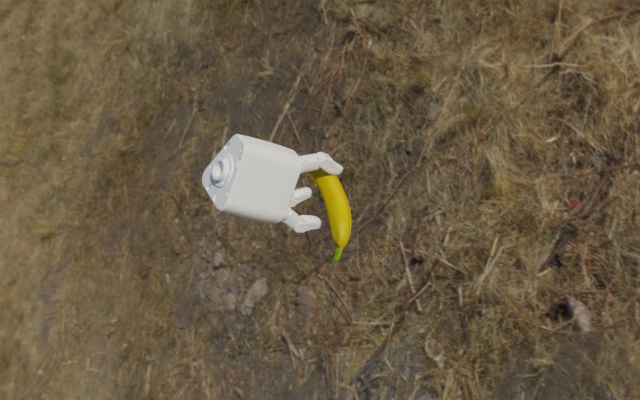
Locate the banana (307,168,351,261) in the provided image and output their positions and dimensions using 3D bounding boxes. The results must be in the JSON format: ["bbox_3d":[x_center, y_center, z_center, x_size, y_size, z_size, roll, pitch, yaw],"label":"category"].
[{"bbox_3d":[0.013,-0.004,0.797,0.037,0.197,0.070,10,-36,-42],"label":"banana"}]
